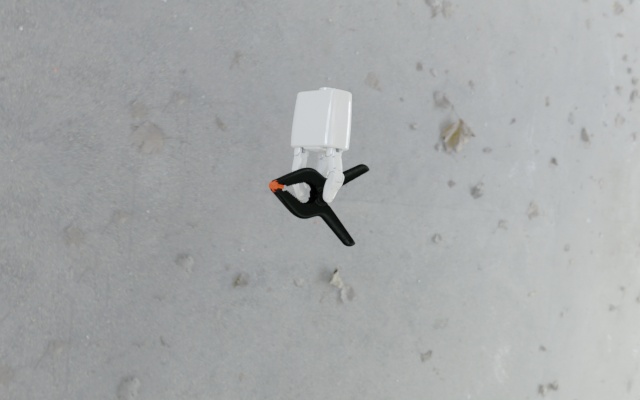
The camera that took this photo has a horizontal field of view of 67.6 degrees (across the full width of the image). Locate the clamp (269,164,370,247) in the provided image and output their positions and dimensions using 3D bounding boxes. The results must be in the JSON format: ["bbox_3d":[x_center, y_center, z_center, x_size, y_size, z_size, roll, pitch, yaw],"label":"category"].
[{"bbox_3d":[0.000,0.003,0.895,0.210,0.164,0.036,5,0,-33],"label":"clamp"}]
